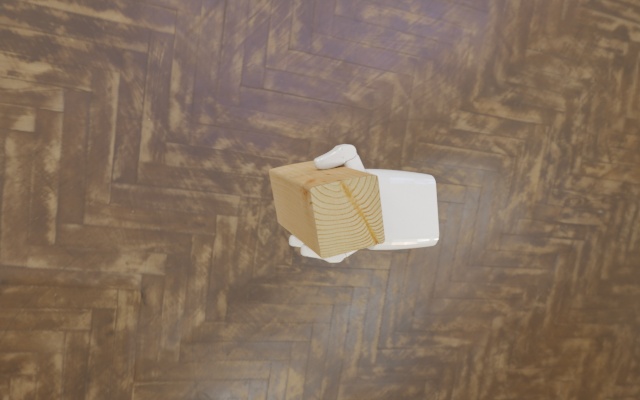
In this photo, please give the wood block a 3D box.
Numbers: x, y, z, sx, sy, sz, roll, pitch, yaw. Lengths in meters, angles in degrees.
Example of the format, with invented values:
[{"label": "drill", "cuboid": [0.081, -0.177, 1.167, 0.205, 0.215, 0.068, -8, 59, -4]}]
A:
[{"label": "wood block", "cuboid": [0.000, 0.002, 0.668, 0.090, 0.091, 0.206, -12, 13, -18]}]
